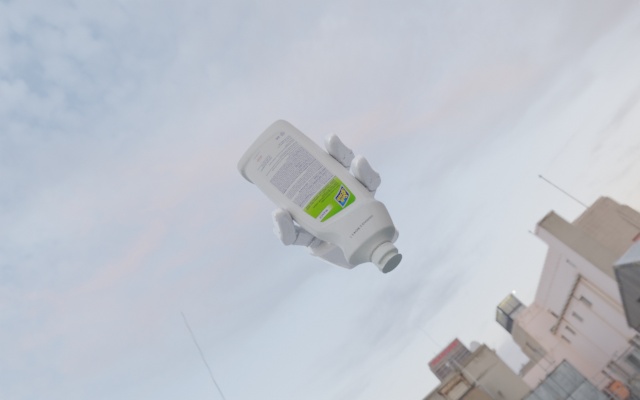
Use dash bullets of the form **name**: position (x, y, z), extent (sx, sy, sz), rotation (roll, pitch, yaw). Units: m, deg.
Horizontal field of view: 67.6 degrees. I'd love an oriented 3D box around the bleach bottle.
- **bleach bottle**: position (0.000, 0.002, 0.589), extent (0.250, 0.102, 0.068), rotation (45, 7, 35)
